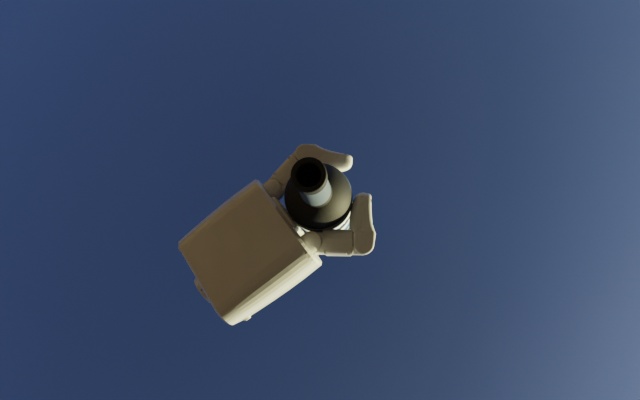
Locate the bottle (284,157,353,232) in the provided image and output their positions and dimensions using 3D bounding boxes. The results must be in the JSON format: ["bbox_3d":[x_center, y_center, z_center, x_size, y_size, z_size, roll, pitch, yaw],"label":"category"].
[{"bbox_3d":[0.000,0.002,0.500,0.069,0.069,0.296,0,-8,4],"label":"bottle"}]
